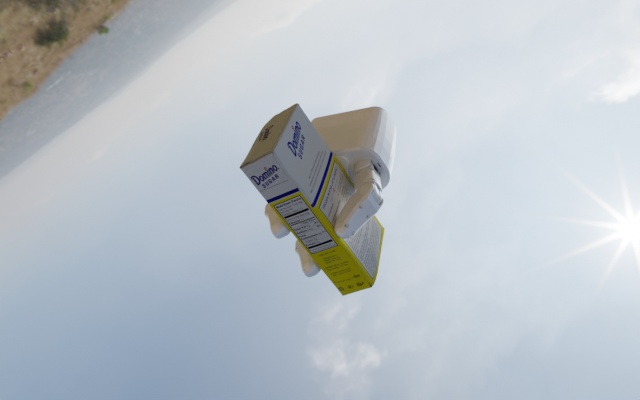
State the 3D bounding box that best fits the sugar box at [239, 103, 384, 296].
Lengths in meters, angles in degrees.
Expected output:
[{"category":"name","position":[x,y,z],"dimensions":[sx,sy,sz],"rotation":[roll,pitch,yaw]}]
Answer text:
[{"category":"sugar box","position":[0.000,0.002,0.474],"dimensions":[0.048,0.176,0.093],"rotation":[-24,28,29]}]
